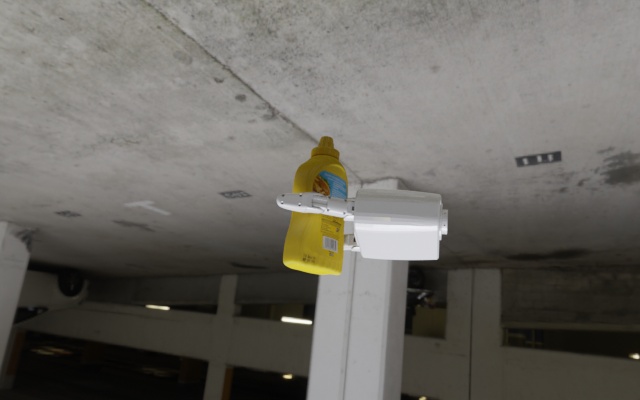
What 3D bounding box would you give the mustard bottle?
[{"bbox_3d":[0.000,0.002,0.661,0.058,0.191,0.096,-6,-19,39],"label":"mustard bottle"}]
